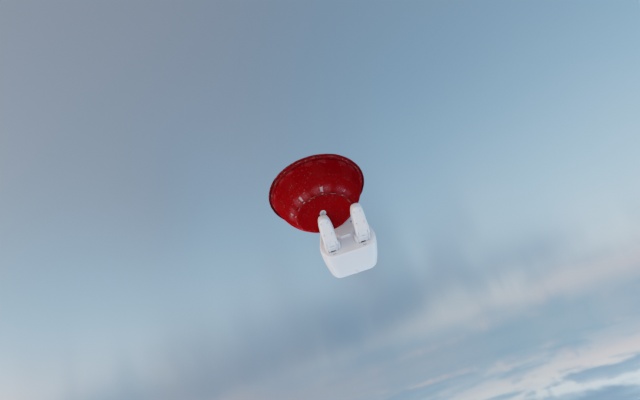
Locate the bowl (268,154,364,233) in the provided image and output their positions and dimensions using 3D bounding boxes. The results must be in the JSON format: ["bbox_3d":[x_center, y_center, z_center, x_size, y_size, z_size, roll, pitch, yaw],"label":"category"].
[{"bbox_3d":[0.000,0.002,0.769,0.162,0.055,0.162,-10,-43,-9],"label":"bowl"}]
